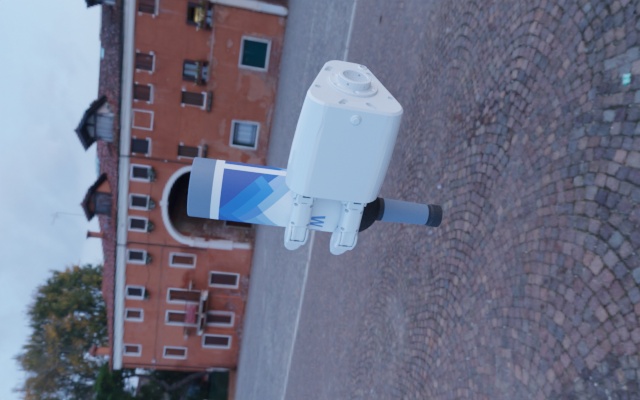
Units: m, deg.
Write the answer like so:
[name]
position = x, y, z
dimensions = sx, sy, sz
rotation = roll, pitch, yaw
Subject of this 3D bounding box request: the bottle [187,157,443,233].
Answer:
[bottle]
position = 0.000, 0.002, 0.559
dimensions = 0.296, 0.069, 0.069
rotation = 7, -1, -10
